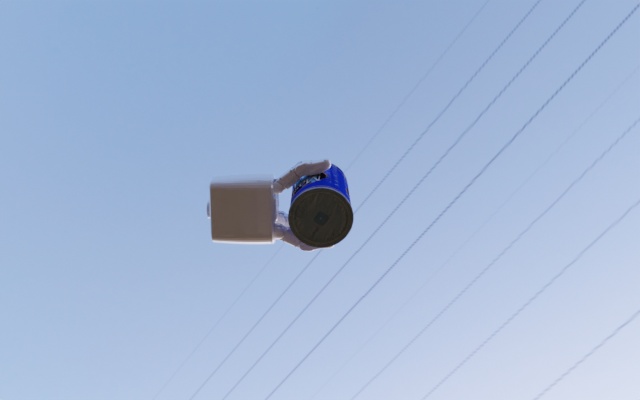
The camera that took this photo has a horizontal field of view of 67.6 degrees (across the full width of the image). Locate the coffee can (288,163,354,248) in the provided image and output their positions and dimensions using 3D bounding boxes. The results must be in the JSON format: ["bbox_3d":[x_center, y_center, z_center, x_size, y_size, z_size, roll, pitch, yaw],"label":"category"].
[{"bbox_3d":[0.000,0.003,0.806,0.103,0.103,0.140,0,22,0],"label":"coffee can"}]
